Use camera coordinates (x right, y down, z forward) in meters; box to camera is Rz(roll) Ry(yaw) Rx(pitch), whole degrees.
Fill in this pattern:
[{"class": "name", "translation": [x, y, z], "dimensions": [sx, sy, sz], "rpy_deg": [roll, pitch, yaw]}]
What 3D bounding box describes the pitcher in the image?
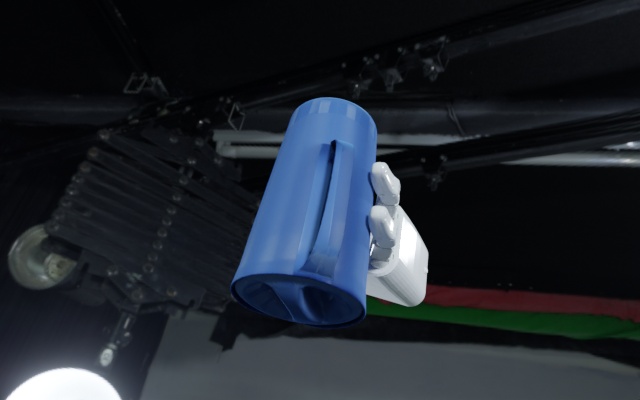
[{"class": "pitcher", "translation": [0.000, 0.002, 0.516], "dimensions": [0.149, 0.242, 0.145], "rpy_deg": [-11, -38, 31]}]
